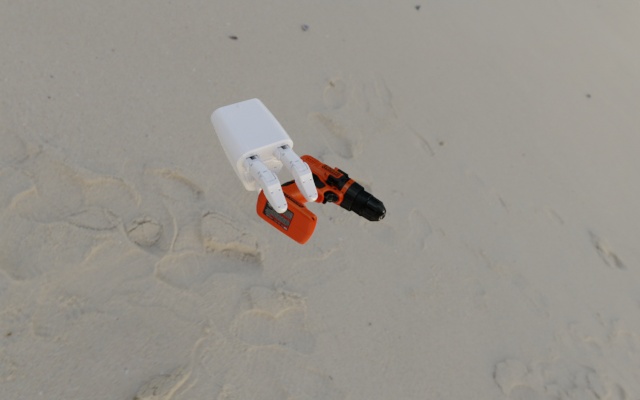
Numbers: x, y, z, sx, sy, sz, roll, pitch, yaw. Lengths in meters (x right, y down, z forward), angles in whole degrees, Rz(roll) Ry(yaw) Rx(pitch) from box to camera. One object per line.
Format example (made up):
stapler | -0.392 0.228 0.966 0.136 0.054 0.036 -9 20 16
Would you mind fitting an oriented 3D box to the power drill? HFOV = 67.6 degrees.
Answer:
power drill | 0.000 0.003 0.781 0.184 0.057 0.187 31 31 17
